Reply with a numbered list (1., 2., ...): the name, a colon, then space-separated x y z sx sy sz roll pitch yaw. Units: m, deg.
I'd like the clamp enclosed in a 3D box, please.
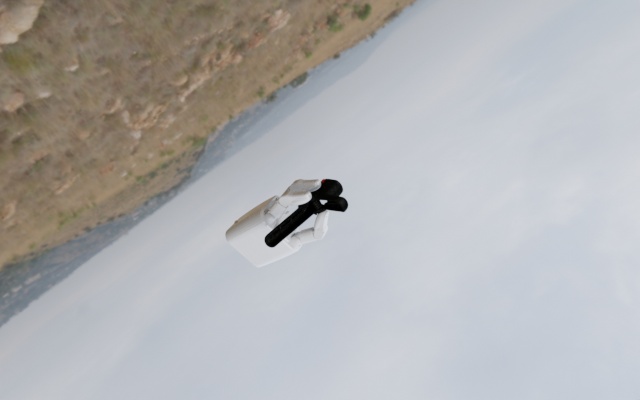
1. clamp: 0.001 0.003 0.867 0.164 0.036 0.210 -25 14 28
